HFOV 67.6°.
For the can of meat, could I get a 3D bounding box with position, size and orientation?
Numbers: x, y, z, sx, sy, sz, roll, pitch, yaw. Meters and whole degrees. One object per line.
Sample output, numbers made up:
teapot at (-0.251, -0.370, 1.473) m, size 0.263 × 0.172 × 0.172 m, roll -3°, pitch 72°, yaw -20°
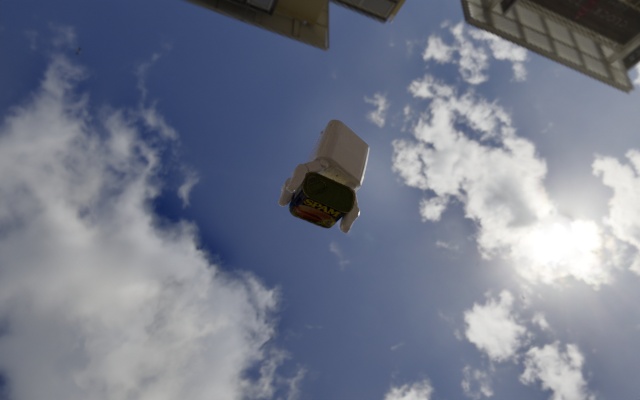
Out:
can of meat at (0.000, 0.003, 0.893) m, size 0.102 × 0.057 × 0.084 m, roll 23°, pitch -35°, yaw -14°
